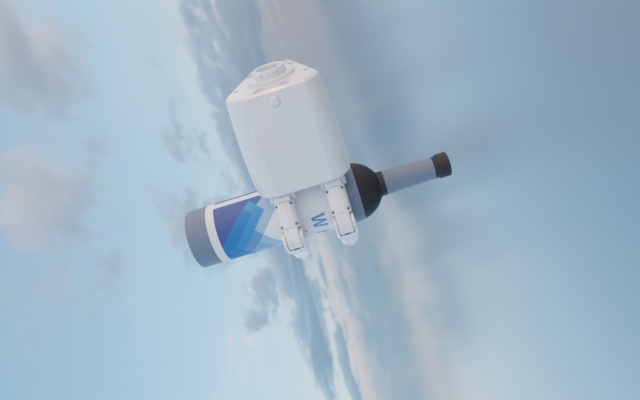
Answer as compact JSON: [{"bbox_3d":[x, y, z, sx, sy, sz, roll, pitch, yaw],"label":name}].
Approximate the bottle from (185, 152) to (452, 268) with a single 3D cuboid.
[{"bbox_3d":[0.000,0.002,0.535,0.296,0.069,0.069,-17,-1,3],"label":"bottle"}]
